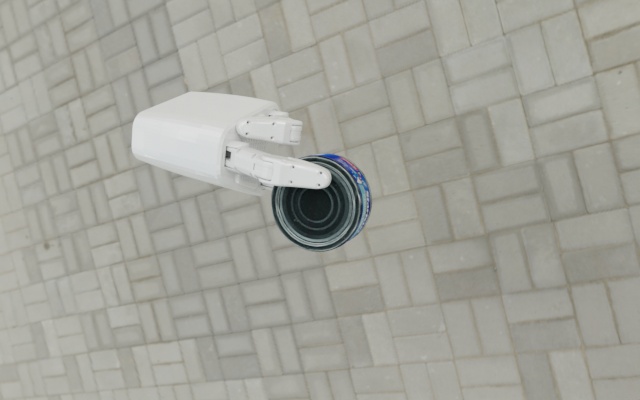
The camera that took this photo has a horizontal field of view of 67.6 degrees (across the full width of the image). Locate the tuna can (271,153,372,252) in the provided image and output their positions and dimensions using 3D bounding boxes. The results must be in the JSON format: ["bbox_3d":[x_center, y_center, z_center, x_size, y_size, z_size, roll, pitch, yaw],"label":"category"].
[{"bbox_3d":[0.000,0.001,0.423,0.086,0.086,0.033,0,8,20],"label":"tuna can"}]
